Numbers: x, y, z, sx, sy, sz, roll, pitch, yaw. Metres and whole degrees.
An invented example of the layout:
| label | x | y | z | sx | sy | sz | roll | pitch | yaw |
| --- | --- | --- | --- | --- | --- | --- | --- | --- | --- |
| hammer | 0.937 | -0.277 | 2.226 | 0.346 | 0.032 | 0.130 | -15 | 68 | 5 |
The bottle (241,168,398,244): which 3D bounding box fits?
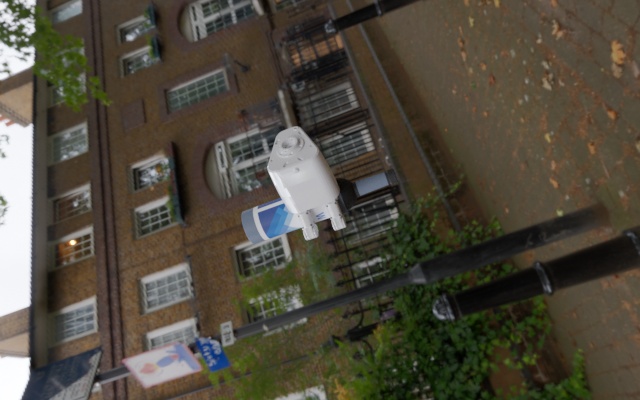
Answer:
| label | x | y | z | sx | sy | sz | roll | pitch | yaw |
| --- | --- | --- | --- | --- | --- | --- | --- | --- | --- |
| bottle | 0.000 | 0.003 | 0.894 | 0.296 | 0.069 | 0.069 | -20 | -3 | 8 |
